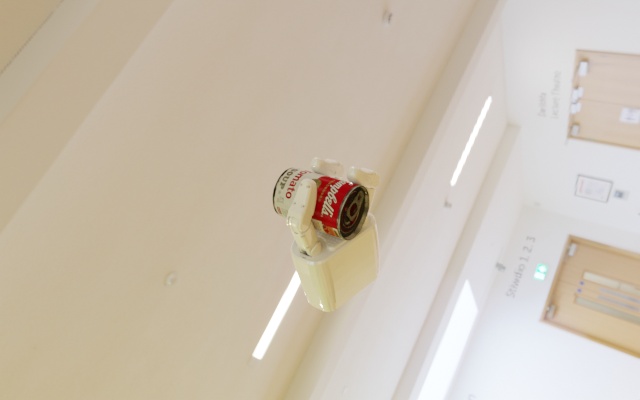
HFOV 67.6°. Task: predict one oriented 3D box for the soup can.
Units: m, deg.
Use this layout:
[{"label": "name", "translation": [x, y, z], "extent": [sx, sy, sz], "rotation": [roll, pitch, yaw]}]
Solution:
[{"label": "soup can", "translation": [0.000, 0.002, 0.591], "extent": [0.102, 0.068, 0.068], "rotation": [18, 10, 31]}]
